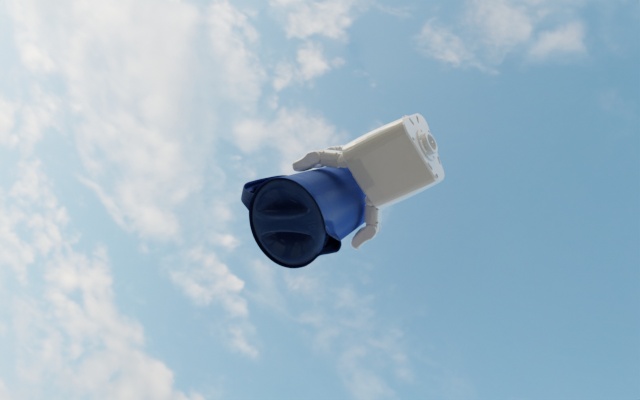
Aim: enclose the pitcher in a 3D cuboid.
[{"bbox_3d":[0.000,0.003,0.770,0.145,0.149,0.243,-25,-1,34],"label":"pitcher"}]
